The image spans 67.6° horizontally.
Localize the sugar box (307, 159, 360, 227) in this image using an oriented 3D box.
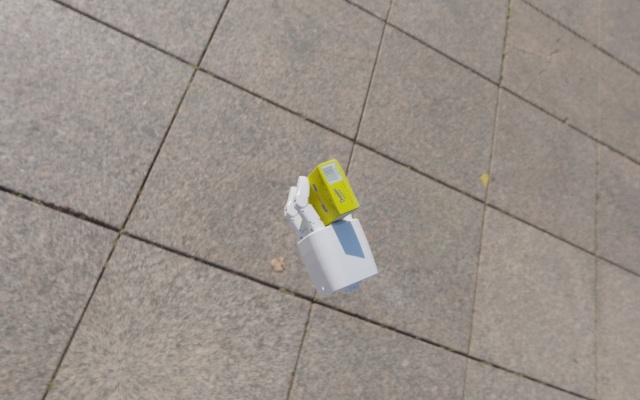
[{"bbox_3d":[0.000,0.003,0.857,0.048,0.093,0.176,-20,-10,-27],"label":"sugar box"}]
